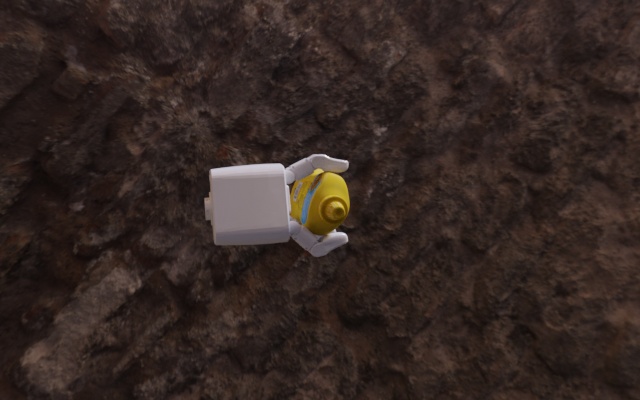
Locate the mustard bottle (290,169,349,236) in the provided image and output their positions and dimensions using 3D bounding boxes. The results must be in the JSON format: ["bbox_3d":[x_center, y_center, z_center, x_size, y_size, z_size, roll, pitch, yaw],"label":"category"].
[{"bbox_3d":[0.000,0.002,0.731,0.058,0.096,0.191,21,3,-16],"label":"mustard bottle"}]
